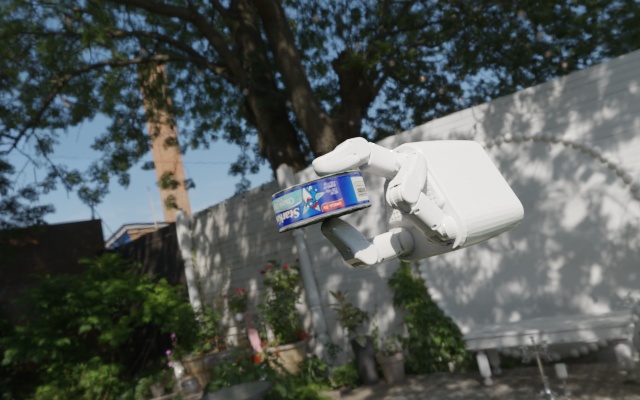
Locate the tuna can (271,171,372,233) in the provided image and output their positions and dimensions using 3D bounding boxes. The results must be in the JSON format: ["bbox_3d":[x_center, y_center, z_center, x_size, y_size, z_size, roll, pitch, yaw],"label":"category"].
[{"bbox_3d":[0.000,0.001,0.428,0.086,0.034,0.086,-16,-4,-1],"label":"tuna can"}]
